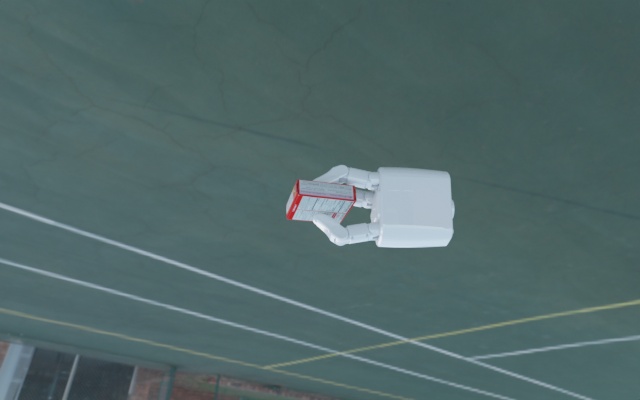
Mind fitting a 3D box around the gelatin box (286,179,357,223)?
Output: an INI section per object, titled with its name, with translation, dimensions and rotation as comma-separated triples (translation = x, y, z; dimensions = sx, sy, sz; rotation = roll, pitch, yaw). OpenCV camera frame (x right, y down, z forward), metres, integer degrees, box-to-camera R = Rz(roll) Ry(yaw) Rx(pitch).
[gelatin box]
translation = 0.000, 0.003, 0.704
dimensions = 0.089, 0.030, 0.073
rotation = 5, -31, -15
